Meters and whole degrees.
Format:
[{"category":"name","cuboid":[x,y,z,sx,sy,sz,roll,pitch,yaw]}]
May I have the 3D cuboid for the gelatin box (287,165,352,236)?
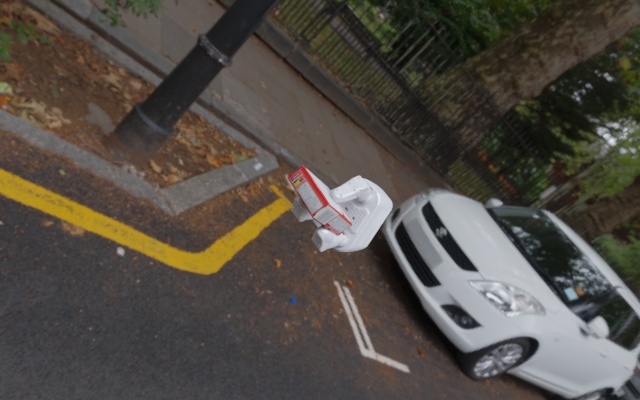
[{"category":"gelatin box","cuboid":[0.000,0.002,0.643,0.030,0.073,0.089,-37,-30,8]}]
